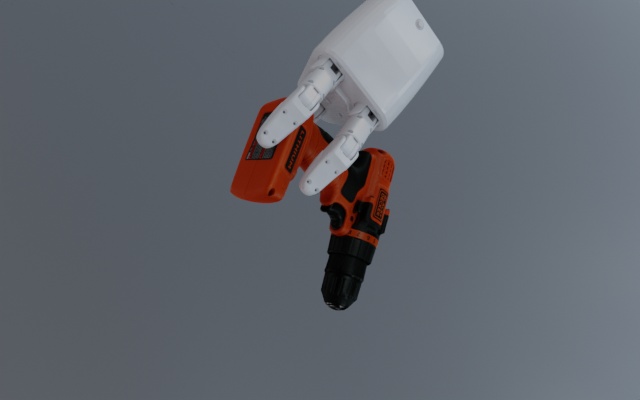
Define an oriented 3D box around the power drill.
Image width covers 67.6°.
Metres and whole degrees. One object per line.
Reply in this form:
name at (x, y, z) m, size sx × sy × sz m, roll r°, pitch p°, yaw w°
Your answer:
power drill at (0.000, 0.001, 0.476) m, size 0.057 × 0.184 × 0.188 m, roll 1°, pitch -24°, yaw 39°
